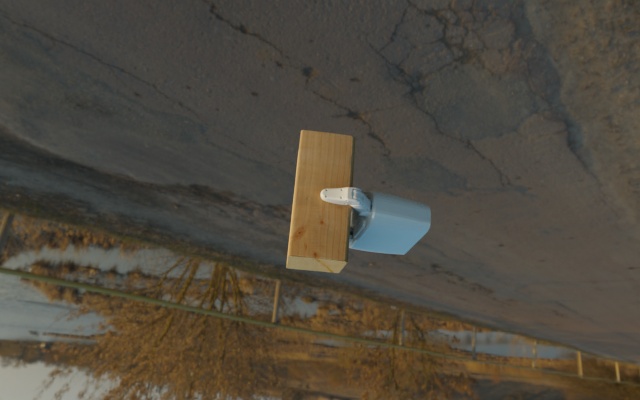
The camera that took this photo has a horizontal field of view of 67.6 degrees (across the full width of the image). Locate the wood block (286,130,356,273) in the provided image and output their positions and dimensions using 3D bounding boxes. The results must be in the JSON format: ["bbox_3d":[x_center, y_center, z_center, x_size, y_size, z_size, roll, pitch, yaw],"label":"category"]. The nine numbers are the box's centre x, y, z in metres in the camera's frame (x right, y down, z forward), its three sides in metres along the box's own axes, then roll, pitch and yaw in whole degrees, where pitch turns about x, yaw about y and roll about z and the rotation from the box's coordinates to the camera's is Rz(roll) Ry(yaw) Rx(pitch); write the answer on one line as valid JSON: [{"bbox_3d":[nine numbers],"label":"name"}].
[{"bbox_3d":[0.001,0.003,0.766,0.090,0.206,0.091,6,-20,-5],"label":"wood block"}]
